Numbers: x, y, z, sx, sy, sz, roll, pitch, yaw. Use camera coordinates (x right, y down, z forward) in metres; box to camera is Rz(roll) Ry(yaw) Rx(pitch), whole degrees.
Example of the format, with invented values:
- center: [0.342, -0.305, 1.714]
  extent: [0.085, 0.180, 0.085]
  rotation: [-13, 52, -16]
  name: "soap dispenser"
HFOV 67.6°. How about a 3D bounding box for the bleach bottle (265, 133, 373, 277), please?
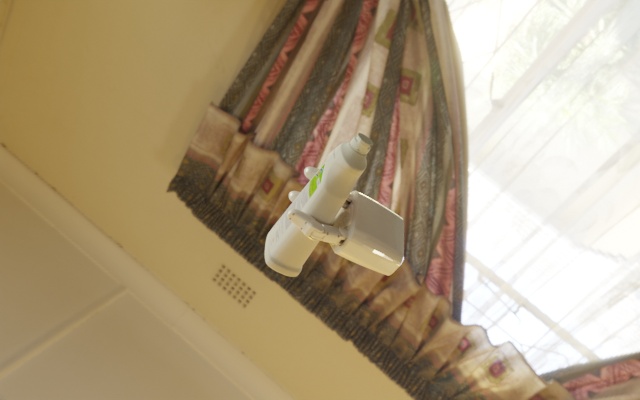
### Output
- center: [0.000, 0.002, 0.760]
  extent: [0.068, 0.251, 0.102]
  rotation: [27, 28, -20]
  name: "bleach bottle"
